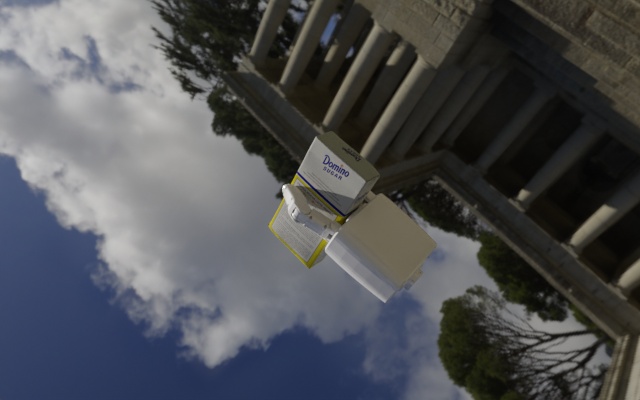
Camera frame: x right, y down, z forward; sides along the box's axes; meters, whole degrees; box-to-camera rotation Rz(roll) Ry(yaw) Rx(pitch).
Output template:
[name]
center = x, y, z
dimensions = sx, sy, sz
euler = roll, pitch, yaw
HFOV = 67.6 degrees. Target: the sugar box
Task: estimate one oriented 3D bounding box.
[sugar box]
center = 0.000, 0.002, 0.659
dimensions = 0.093, 0.176, 0.048
euler = 44, 35, 15
